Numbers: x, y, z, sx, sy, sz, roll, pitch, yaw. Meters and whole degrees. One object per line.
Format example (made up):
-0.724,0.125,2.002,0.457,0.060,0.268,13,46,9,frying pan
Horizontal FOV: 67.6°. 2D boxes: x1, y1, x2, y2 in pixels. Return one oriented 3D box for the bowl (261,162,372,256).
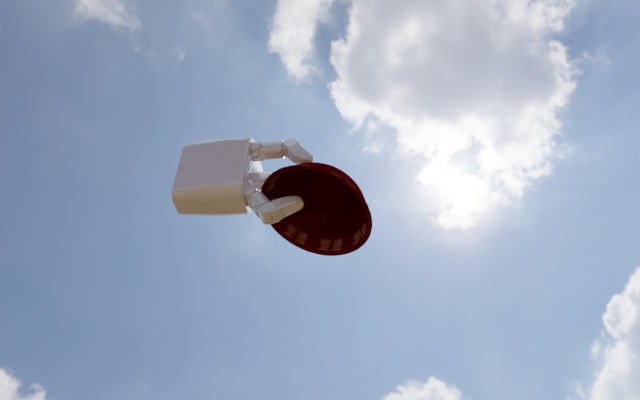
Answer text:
0.002,0.002,0.669,0.162,0.162,0.055,0,39,25,bowl
